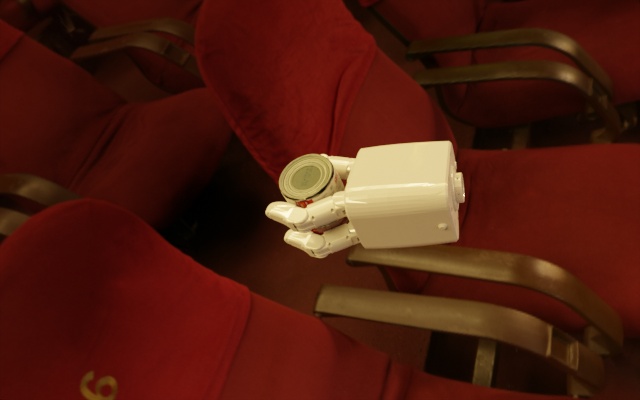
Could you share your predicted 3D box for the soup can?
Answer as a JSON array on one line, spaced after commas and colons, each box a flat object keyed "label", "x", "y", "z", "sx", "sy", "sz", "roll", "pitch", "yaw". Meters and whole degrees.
[{"label": "soup can", "x": 0.000, "y": 0.002, "z": 0.572, "sx": 0.068, "sy": 0.068, "sz": 0.102, "roll": 0, "pitch": -36, "yaw": 25}]
